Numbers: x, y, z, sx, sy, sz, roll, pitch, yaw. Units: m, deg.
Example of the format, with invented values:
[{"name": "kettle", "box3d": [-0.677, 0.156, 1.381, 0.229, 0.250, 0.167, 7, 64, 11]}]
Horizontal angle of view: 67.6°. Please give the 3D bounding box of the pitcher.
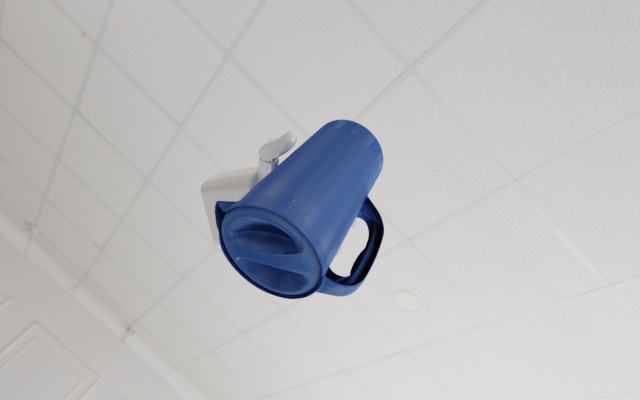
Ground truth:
[{"name": "pitcher", "box3d": [0.000, 0.002, 0.602, 0.145, 0.149, 0.242, -7, 30, 35]}]
